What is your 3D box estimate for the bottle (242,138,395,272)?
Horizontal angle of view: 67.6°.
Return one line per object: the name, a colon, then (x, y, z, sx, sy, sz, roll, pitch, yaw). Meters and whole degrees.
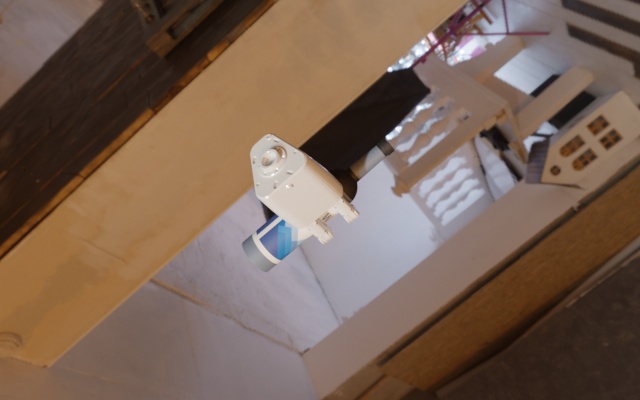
bottle: (0.000, 0.003, 0.794, 0.296, 0.069, 0.069, -40, -7, 8)
